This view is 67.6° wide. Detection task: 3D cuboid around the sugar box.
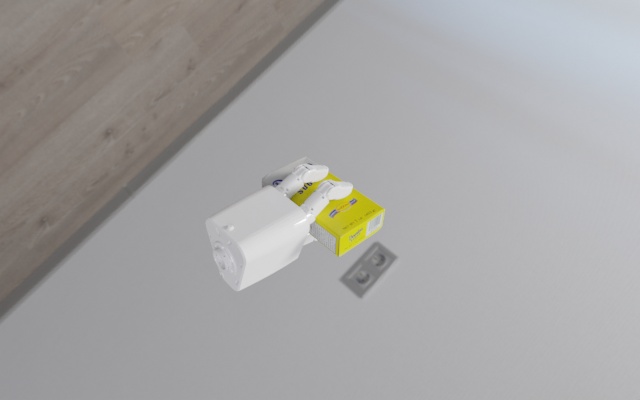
[{"bbox_3d":[0.000,0.002,0.713,0.093,0.048,0.176,-29,51,-33],"label":"sugar box"}]
